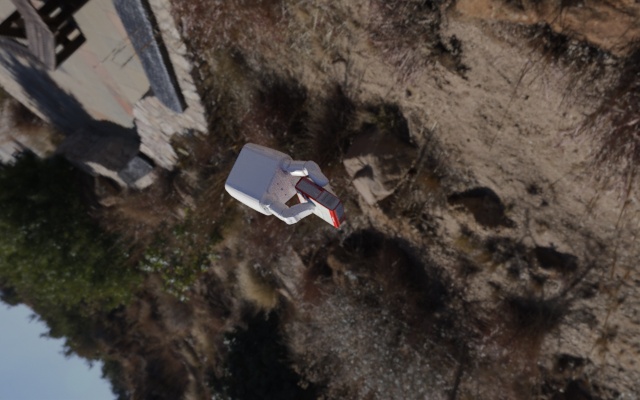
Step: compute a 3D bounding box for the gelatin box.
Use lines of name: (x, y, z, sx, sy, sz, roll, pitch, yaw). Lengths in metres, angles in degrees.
gelatin box: (0.000, 0.003, 0.857, 0.089, 0.030, 0.073, 33, -17, 24)
